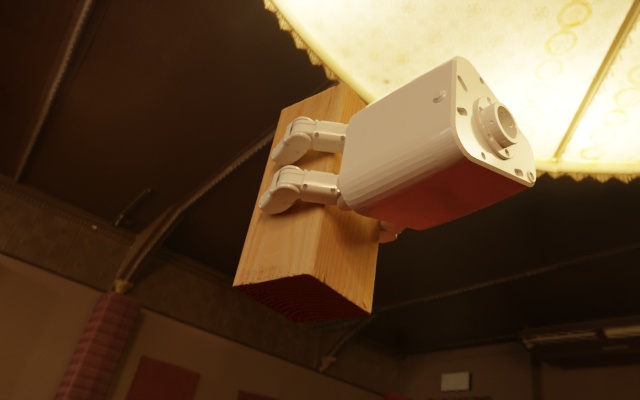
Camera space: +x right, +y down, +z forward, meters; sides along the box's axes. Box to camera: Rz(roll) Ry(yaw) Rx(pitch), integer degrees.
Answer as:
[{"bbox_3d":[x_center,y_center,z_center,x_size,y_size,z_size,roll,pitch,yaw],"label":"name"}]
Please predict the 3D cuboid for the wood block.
[{"bbox_3d":[0.001,0.001,0.462,0.090,0.206,0.091,-16,-41,36],"label":"wood block"}]
